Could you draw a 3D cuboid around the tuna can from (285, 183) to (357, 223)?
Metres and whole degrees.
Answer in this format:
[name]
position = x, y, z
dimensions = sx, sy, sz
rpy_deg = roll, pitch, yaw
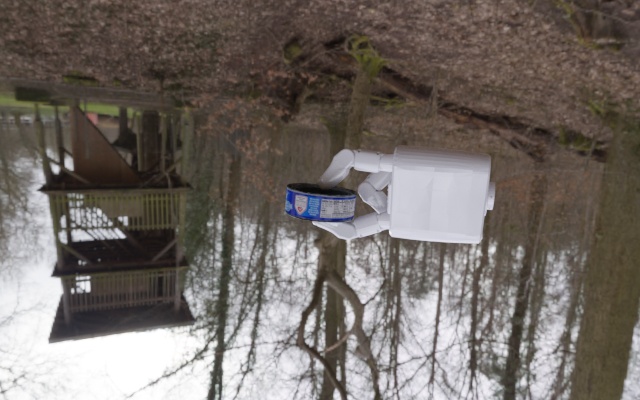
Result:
[tuna can]
position = 0.000, 0.002, 0.581
dimensions = 0.086, 0.034, 0.086
rpy_deg = 6, 9, -1
